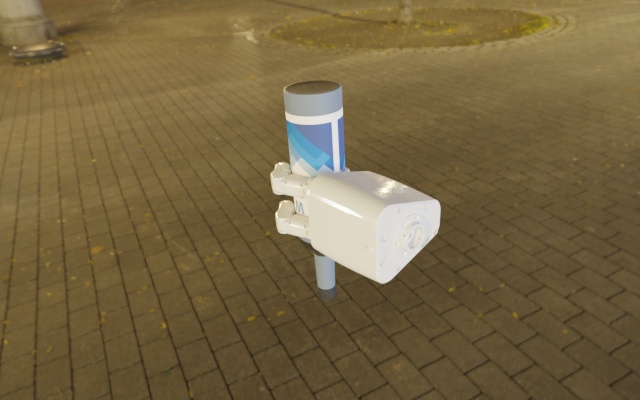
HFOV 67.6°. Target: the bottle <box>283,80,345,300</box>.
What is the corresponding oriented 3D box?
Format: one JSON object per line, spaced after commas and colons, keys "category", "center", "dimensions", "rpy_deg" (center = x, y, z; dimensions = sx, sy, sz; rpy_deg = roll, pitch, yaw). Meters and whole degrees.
{"category": "bottle", "center": [0.000, 0.002, 0.608], "dimensions": [0.069, 0.296, 0.069], "rpy_deg": [-3, 27, 2]}
